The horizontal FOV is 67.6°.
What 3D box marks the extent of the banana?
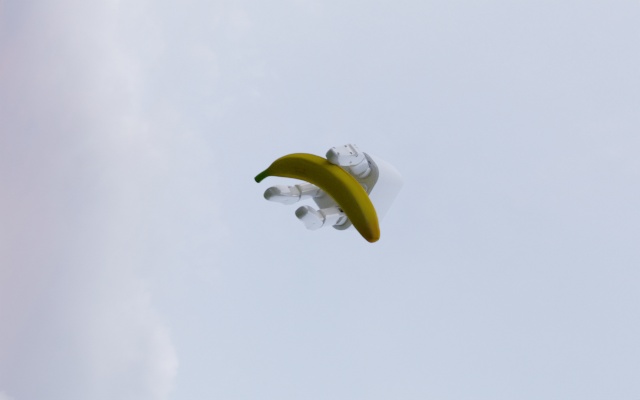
[{"bbox_3d":[0.005,-0.016,0.609,0.197,0.069,0.037,27,4,30],"label":"banana"}]
